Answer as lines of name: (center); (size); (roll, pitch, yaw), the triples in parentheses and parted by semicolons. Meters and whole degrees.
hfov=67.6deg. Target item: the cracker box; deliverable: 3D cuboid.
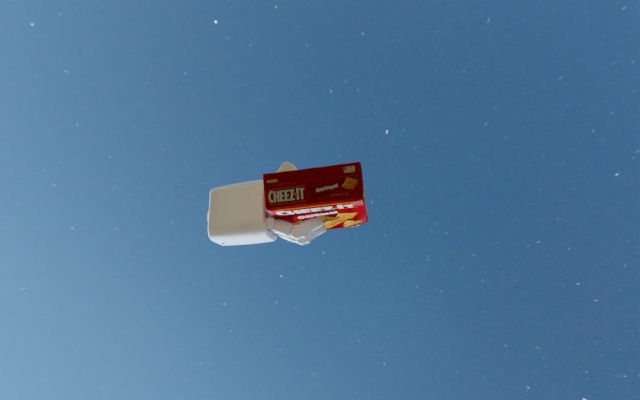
cracker box: (0.000, 0.003, 0.869); (0.164, 0.072, 0.214); (-7, -14, 6)
